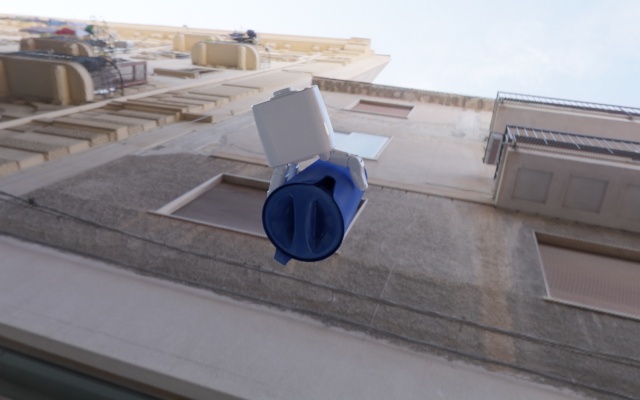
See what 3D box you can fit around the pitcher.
[{"bbox_3d":[0.000,0.003,0.829,0.149,0.145,0.242,-11,17,22],"label":"pitcher"}]
